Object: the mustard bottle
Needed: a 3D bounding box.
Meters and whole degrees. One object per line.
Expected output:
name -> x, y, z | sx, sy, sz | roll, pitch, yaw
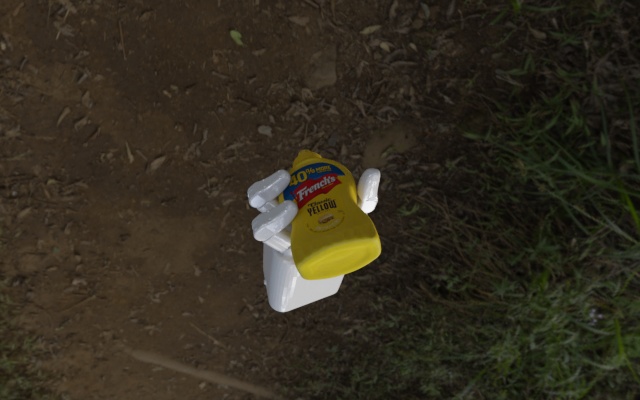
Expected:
mustard bottle -> 0.000, 0.002, 0.579 | 0.096, 0.191, 0.058 | -20, -45, 1
